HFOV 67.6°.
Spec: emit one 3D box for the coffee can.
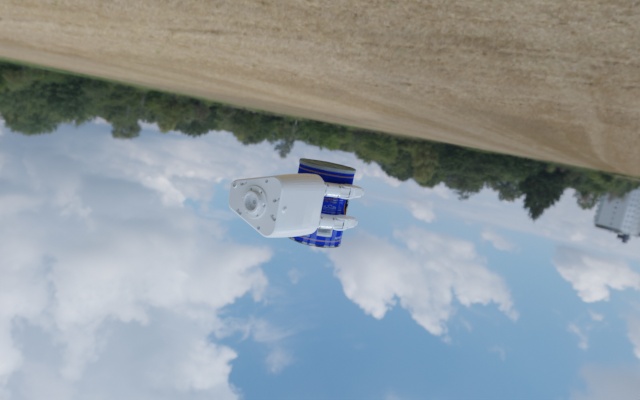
[{"bbox_3d":[0.000,0.003,0.857,0.103,0.140,0.103,11,9,-2],"label":"coffee can"}]
